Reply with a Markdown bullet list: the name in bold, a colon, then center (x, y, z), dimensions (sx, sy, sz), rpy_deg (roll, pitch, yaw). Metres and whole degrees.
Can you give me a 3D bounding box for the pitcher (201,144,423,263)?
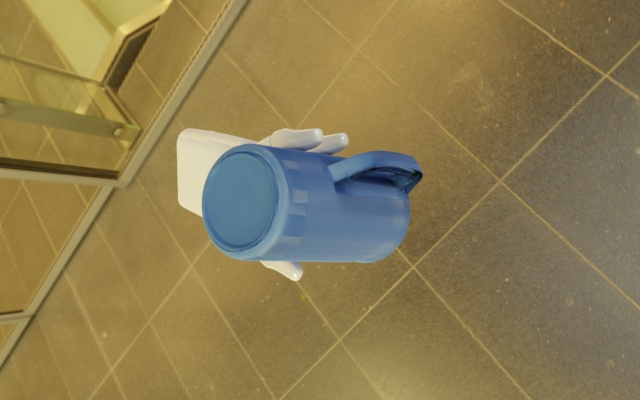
- **pitcher**: center (0.000, 0.002, 0.524), dimensions (0.145, 0.149, 0.243), rpy_deg (19, 7, 33)
